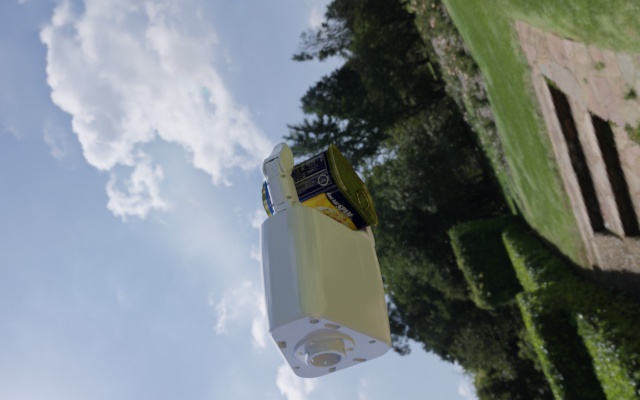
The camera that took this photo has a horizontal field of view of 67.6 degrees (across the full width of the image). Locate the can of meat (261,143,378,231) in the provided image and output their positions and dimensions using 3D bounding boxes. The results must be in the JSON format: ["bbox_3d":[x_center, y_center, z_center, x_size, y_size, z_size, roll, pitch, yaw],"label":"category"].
[{"bbox_3d":[0.000,0.002,0.493,0.084,0.057,0.102,-25,-41,16],"label":"can of meat"}]
